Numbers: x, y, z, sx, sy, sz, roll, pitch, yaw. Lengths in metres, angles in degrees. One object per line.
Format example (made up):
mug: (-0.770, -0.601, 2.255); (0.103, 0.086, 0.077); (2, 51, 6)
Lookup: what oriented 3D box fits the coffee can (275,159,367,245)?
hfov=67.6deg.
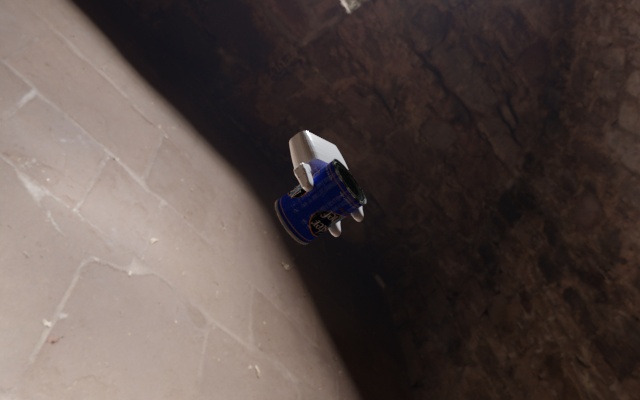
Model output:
coffee can: (0.000, 0.003, 0.896); (0.140, 0.103, 0.103); (-35, -11, 16)
